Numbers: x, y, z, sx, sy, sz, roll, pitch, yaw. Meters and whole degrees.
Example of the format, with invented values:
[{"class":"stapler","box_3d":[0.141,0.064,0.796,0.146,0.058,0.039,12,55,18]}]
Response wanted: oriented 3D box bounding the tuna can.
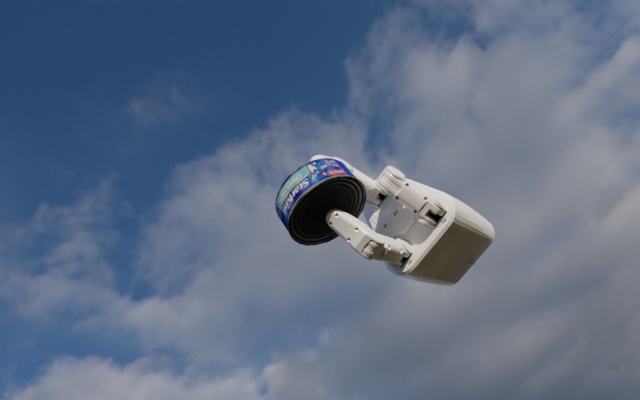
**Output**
[{"class":"tuna can","box_3d":[0.000,0.001,0.466,0.086,0.086,0.033,0,38,-37]}]
